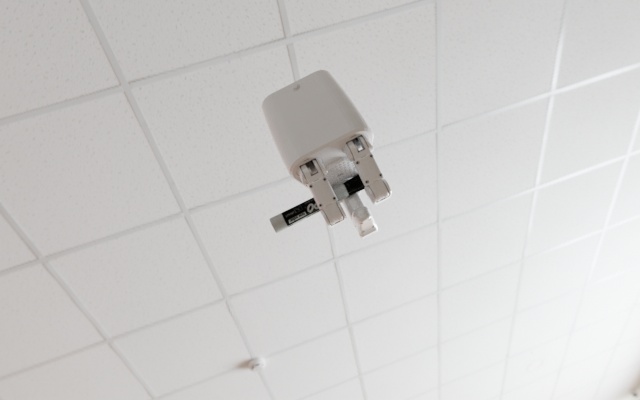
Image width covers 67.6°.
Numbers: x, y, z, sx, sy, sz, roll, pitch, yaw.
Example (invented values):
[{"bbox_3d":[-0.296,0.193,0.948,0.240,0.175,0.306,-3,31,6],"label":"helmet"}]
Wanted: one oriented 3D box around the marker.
[{"bbox_3d":[0.000,0.002,0.541,0.121,0.020,0.020,-27,1,-1],"label":"marker"}]
